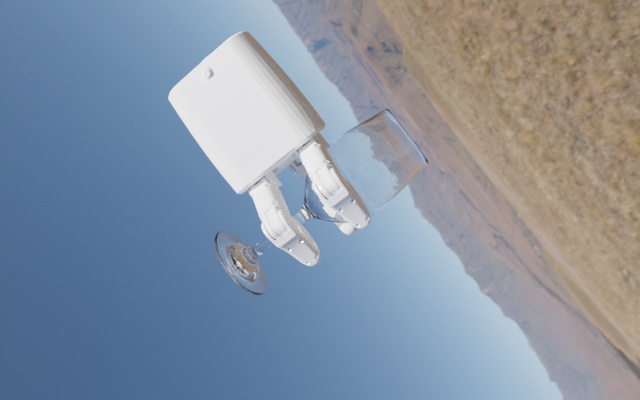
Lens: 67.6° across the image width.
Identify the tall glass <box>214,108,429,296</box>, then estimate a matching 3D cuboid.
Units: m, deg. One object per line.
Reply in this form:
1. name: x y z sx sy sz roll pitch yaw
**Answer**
1. tall glass: 0.000 0.002 0.443 0.201 0.079 0.079 -37 -9 12
